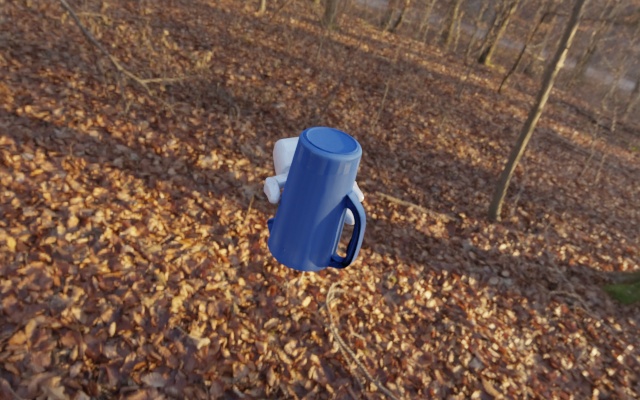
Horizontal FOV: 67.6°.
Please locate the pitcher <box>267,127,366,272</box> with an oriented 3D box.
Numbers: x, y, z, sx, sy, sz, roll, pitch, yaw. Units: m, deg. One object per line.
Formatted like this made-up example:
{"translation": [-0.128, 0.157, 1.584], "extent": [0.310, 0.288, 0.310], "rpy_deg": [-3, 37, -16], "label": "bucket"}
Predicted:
{"translation": [0.000, 0.003, 0.846], "extent": [0.149, 0.243, 0.145], "rpy_deg": [4, 35, -17], "label": "pitcher"}
